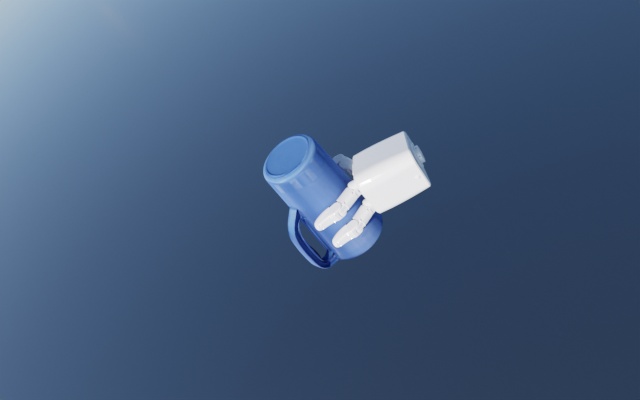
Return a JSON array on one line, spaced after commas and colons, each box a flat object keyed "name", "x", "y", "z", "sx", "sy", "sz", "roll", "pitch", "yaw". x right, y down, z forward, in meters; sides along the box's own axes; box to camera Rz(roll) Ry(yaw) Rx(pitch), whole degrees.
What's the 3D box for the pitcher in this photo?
[{"name": "pitcher", "x": 0.000, "y": 0.003, "z": 0.876, "sx": 0.145, "sy": 0.149, "sz": 0.243, "roll": -28, "pitch": -49, "yaw": 17}]
